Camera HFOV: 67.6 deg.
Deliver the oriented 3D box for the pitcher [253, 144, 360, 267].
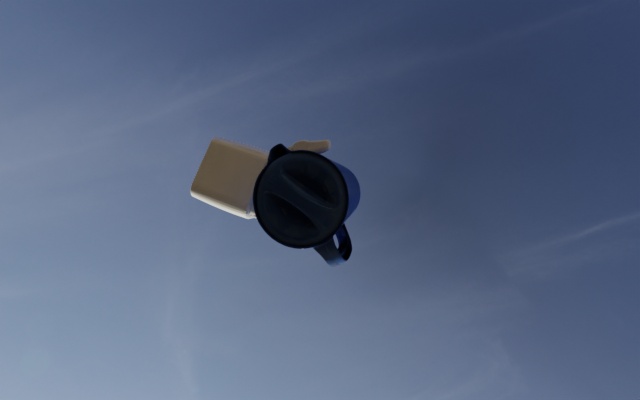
[{"bbox_3d":[0.000,0.002,0.748,0.145,0.149,0.243,16,6,11],"label":"pitcher"}]
